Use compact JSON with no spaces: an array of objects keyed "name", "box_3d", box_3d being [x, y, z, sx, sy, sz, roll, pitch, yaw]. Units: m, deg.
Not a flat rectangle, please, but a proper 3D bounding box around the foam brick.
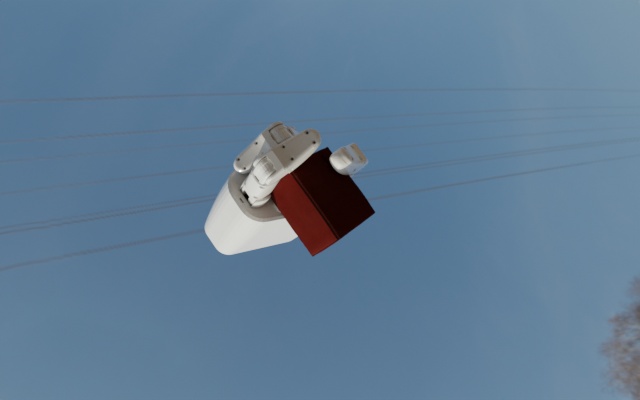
[{"name":"foam brick","box_3d":[0.000,0.002,0.436,0.053,0.078,0.051,-30,-9,-38]}]
